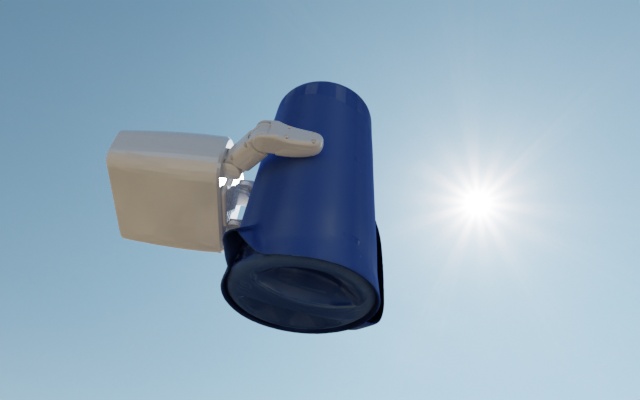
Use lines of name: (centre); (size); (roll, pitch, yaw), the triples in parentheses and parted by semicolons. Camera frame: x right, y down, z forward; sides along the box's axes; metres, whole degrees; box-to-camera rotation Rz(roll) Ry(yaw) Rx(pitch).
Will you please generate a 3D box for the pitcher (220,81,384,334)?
pitcher: (0.000, 0.001, 0.475); (0.145, 0.242, 0.149); (6, -40, 2)
